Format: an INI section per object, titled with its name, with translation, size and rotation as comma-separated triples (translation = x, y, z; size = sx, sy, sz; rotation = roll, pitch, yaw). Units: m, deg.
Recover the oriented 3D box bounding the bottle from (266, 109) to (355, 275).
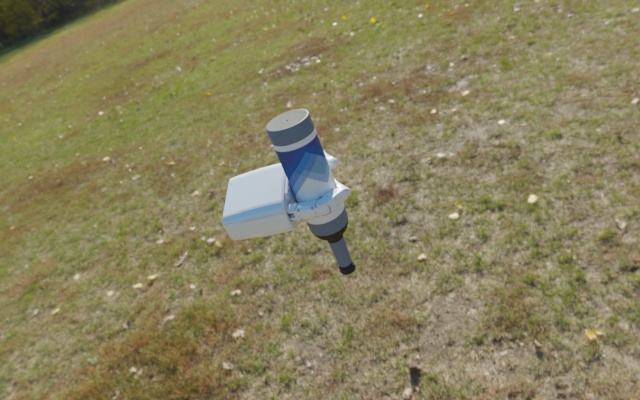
[bottle]
translation = 0.000, 0.002, 0.756
size = 0.069, 0.296, 0.069
rotation = -16, 31, 10
